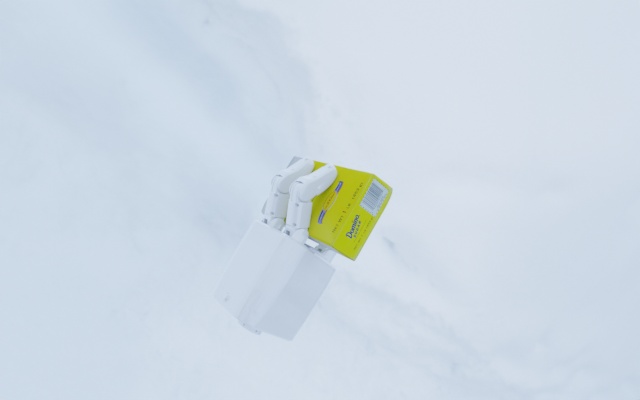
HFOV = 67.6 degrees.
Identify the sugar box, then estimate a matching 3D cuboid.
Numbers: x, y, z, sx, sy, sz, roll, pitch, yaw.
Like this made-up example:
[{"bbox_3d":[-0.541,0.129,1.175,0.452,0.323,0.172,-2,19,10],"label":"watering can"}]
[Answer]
[{"bbox_3d":[0.000,0.002,0.582,0.048,0.093,0.176,37,-11,-35],"label":"sugar box"}]
